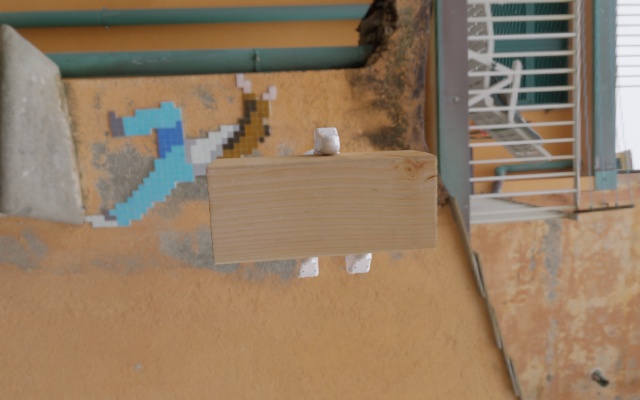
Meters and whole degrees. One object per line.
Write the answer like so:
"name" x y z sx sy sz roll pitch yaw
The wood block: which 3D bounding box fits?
"wood block" 0.000 0.001 0.470 0.206 0.091 0.090 -4 10 -6
